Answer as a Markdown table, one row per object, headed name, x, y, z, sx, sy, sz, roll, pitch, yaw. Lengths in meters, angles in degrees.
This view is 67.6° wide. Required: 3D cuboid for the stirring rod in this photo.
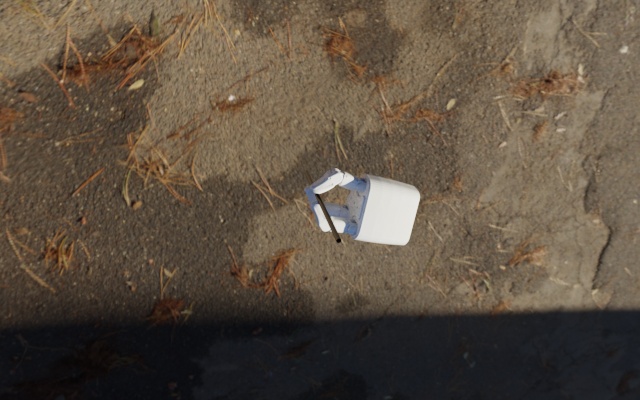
| name | x | y | z | sx | sy | sz | roll | pitch | yaw |
| --- | --- | --- | --- | --- | --- | --- | --- | --- | --- |
| stirring rod | 0.000 | 0.003 | 0.798 | 0.011 | 0.011 | 0.239 | 0 | 28 | -15 |
